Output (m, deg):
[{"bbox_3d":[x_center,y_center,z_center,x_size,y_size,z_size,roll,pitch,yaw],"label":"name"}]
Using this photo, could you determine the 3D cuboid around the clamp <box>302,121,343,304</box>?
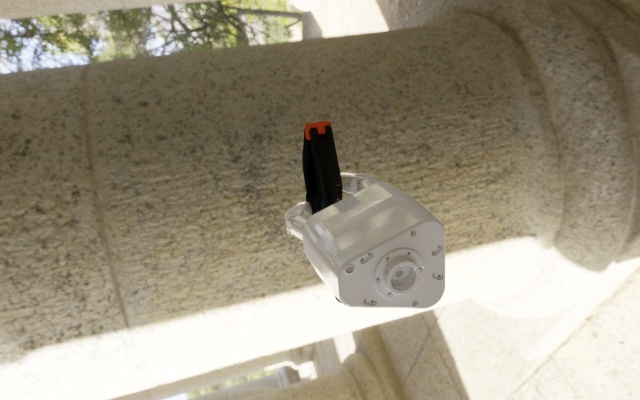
[{"bbox_3d":[-0.001,0.002,0.599,0.036,0.210,0.164,-12,21,-14],"label":"clamp"}]
